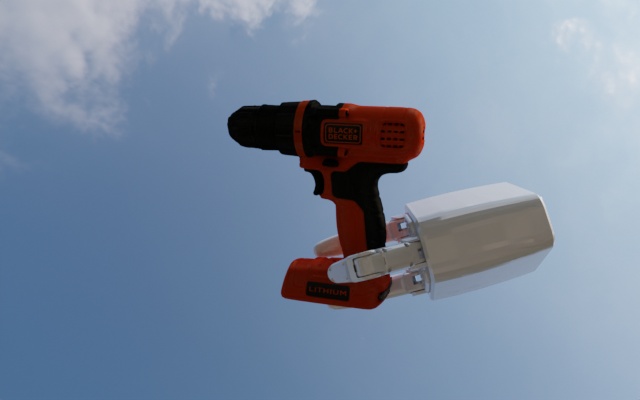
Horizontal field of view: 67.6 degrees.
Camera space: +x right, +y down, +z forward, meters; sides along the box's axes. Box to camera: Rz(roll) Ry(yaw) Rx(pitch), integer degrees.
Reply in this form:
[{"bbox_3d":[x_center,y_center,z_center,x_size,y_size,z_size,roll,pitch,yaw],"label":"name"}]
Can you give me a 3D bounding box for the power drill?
[{"bbox_3d":[0.000,0.002,0.448,0.184,0.188,0.057,5,16,18],"label":"power drill"}]
